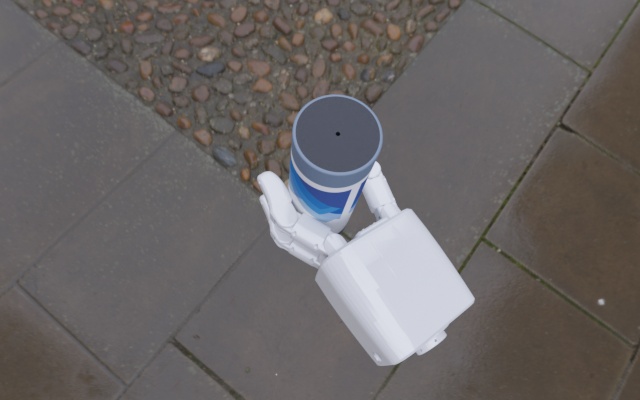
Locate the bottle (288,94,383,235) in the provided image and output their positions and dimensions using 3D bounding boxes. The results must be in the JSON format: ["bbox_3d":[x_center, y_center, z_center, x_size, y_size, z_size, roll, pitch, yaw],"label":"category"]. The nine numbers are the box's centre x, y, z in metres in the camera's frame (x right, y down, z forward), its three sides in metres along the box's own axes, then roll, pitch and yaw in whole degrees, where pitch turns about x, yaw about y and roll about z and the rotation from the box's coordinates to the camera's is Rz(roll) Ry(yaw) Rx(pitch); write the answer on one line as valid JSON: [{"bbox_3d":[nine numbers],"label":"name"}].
[{"bbox_3d":[0.000,0.001,0.483,0.069,0.069,0.296,0,-20,-5],"label":"bottle"}]
